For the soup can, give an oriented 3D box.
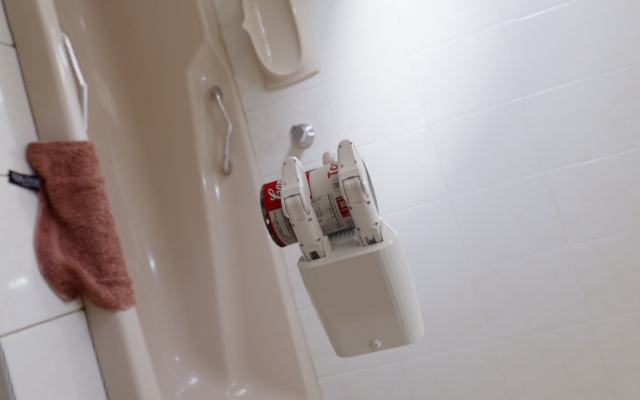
[{"bbox_3d":[0.000,0.001,0.473,0.102,0.068,0.068,-16,-4,13],"label":"soup can"}]
